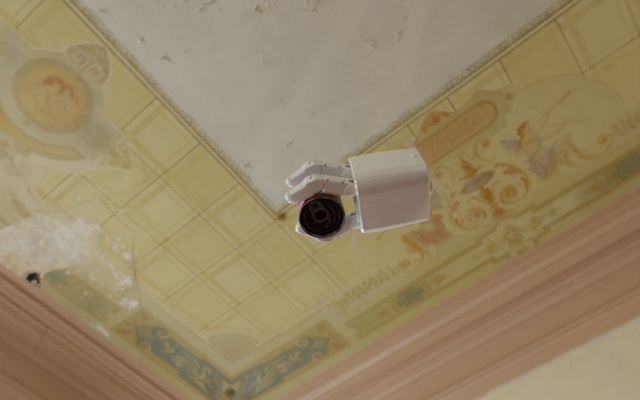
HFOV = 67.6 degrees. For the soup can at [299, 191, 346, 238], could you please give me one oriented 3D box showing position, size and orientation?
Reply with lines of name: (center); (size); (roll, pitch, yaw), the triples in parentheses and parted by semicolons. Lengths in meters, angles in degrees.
soup can: (0.000, 0.002, 0.732); (0.068, 0.068, 0.102); (0, 28, -3)
